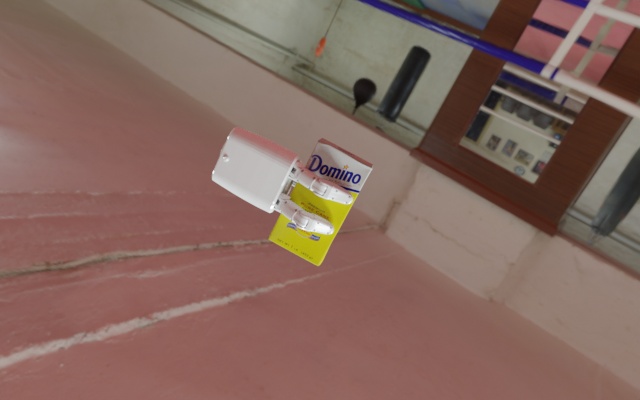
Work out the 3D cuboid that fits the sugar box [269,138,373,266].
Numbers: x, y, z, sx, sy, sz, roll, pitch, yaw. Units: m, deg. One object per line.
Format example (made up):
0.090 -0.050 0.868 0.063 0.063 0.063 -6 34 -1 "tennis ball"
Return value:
0.000 0.003 0.738 0.093 0.176 0.048 27 16 2 "sugar box"
